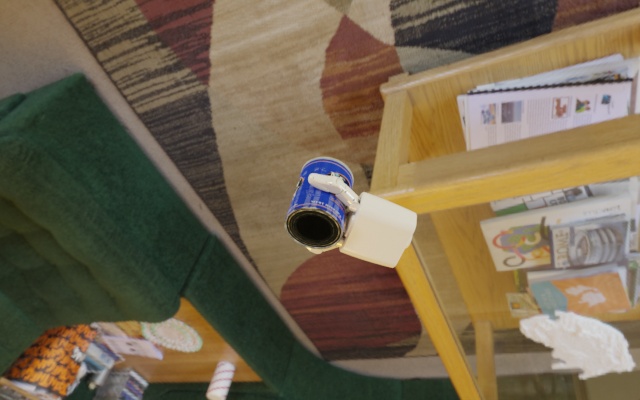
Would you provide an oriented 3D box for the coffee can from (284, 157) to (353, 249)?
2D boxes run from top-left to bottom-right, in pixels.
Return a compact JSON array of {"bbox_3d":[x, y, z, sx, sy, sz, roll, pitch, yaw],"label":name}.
[{"bbox_3d":[0.000,0.003,0.869,0.103,0.103,0.140,0,43,14],"label":"coffee can"}]
